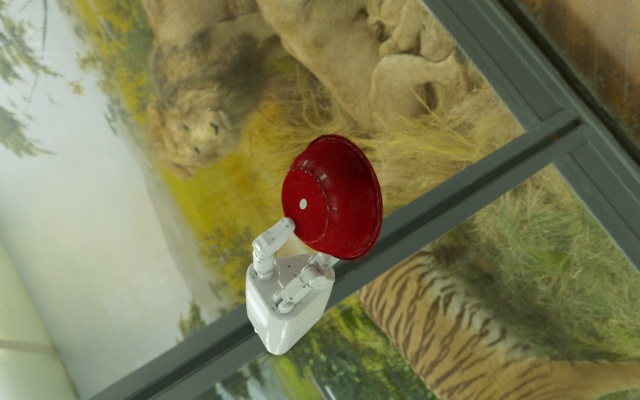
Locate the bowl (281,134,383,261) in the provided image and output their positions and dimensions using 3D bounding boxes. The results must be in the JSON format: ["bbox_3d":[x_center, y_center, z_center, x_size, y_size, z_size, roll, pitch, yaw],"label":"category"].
[{"bbox_3d":[0.000,0.001,0.584,0.055,0.162,0.162,-13,8,-38],"label":"bowl"}]
